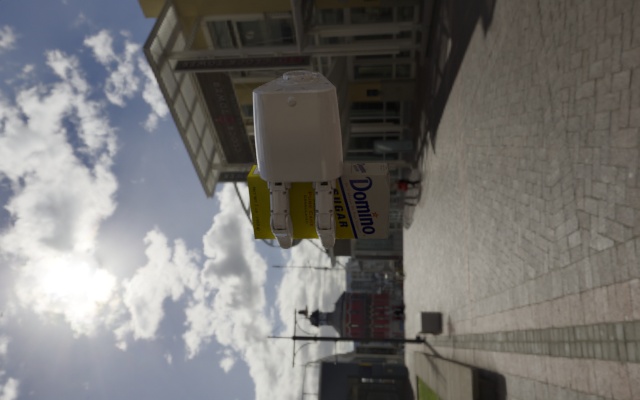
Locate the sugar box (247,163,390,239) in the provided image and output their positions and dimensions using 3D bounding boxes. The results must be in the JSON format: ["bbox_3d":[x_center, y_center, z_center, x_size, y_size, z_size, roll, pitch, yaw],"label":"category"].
[{"bbox_3d":[0.000,0.002,0.613,0.176,0.093,0.048,0,26,7],"label":"sugar box"}]
